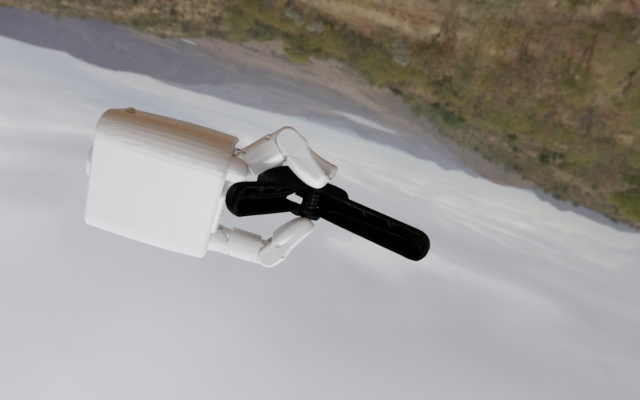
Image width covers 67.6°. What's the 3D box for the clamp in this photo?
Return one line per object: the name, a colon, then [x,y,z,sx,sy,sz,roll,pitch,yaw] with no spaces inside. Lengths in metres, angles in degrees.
clamp: [0.000,0.002,0.444,0.164,0.036,0.210,17,8,-10]
